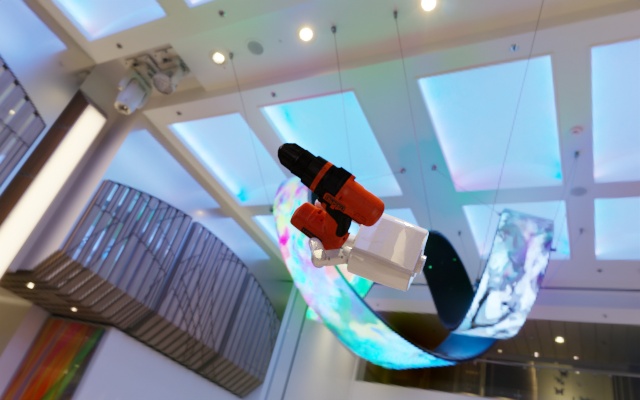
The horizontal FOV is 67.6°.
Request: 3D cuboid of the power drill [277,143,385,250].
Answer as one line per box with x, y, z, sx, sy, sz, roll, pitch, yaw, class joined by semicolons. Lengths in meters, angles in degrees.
0.000;0.003;0.772;0.184;0.057;0.188;37;-25;7;power drill
